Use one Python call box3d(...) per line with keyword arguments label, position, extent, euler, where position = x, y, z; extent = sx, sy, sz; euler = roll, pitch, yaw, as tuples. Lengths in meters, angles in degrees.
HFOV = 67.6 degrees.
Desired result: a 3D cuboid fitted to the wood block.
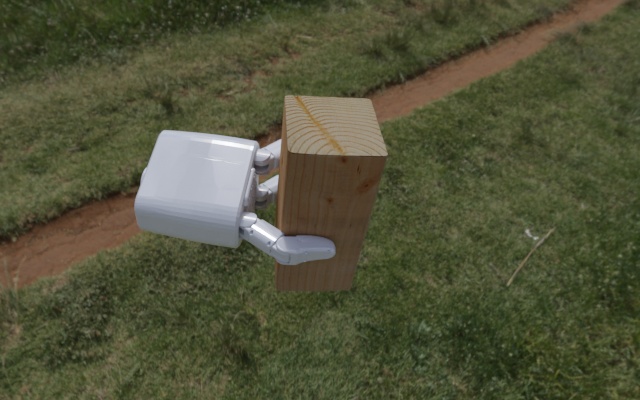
box3d(label="wood block", position=(0.000, 0.002, 0.512), extent=(0.090, 0.090, 0.206), euler=(1, -45, -8))
